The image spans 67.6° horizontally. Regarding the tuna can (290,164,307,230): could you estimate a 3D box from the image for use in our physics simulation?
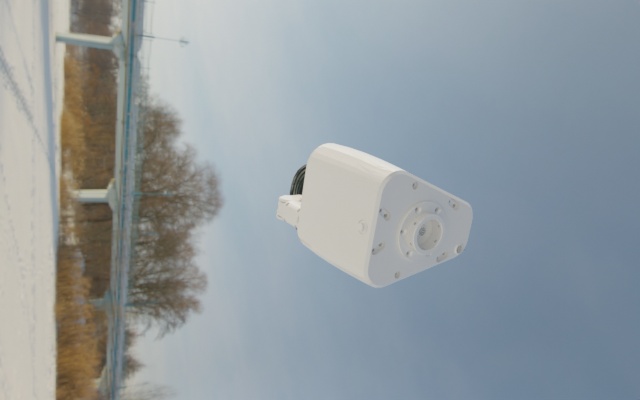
[{"bbox_3d":[0.001,0.002,0.540,0.034,0.086,0.086,-2,1,-33],"label":"tuna can"}]
